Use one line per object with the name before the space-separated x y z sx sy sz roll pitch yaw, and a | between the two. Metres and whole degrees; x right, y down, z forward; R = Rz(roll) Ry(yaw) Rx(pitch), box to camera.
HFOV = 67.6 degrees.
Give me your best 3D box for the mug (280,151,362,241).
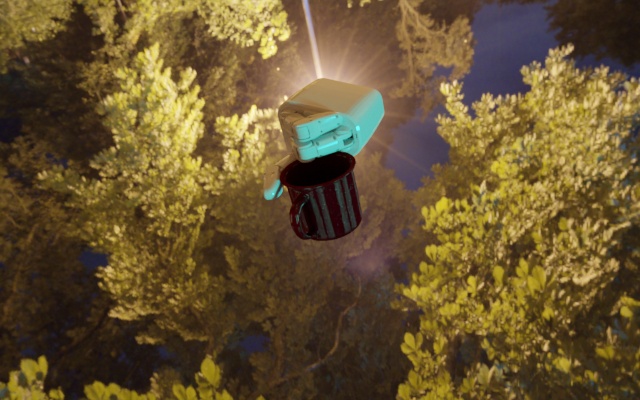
mug | 0.000 0.003 0.576 0.093 0.081 0.117 3 34 29
